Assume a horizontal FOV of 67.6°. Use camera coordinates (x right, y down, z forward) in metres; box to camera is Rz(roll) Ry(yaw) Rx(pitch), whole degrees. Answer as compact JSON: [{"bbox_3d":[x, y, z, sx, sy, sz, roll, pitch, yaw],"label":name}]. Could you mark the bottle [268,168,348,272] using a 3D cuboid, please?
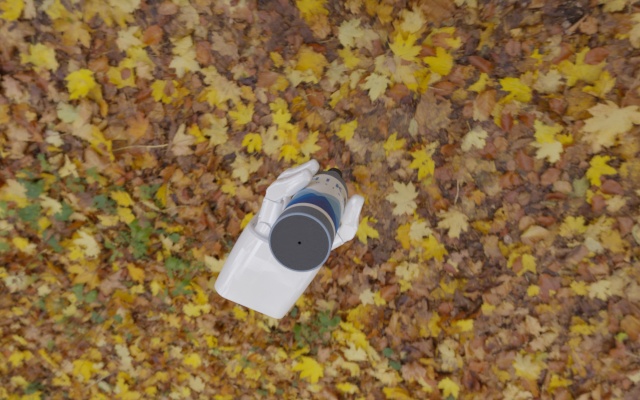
[{"bbox_3d":[0.000,0.002,0.630,0.069,0.069,0.295,0,17,9],"label":"bottle"}]
